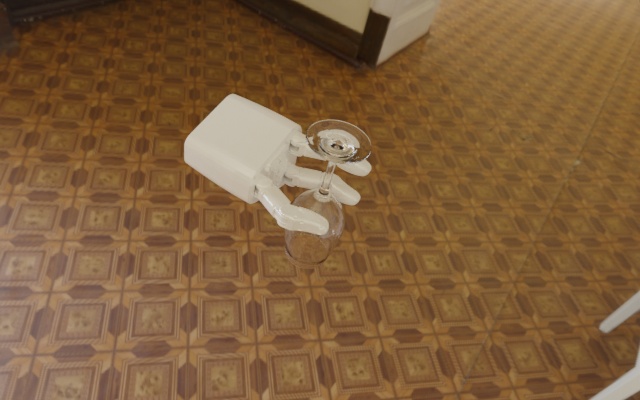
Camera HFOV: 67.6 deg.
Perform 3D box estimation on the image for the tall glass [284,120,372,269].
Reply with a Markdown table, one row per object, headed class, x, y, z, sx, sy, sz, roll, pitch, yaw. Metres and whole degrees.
| class | x | y | z | sx | sy | sz | roll | pitch | yaw |
| --- | --- | --- | --- | --- | --- | --- | --- | --- | --- |
| tall glass | 0.000 | 0.002 | 0.593 | 0.079 | 0.079 | 0.201 | 0 | -43 | -16 |
